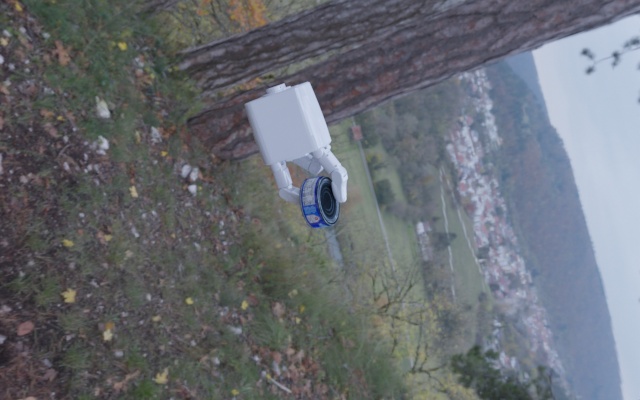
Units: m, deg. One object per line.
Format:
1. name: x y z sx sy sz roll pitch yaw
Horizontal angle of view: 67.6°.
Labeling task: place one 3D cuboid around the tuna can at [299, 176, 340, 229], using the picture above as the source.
1. tuna can: 0.001 0.003 0.794 0.034 0.086 0.086 -9 -4 26
